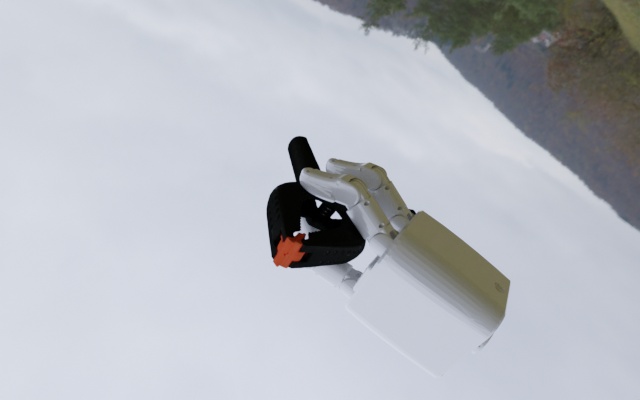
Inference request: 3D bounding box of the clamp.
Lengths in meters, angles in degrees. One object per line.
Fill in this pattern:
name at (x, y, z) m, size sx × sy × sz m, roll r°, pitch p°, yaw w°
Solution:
clamp at (0.000, 0.002, 0.452) m, size 0.164 × 0.036 × 0.210 m, roll 37°, pitch 27°, yaw 12°
